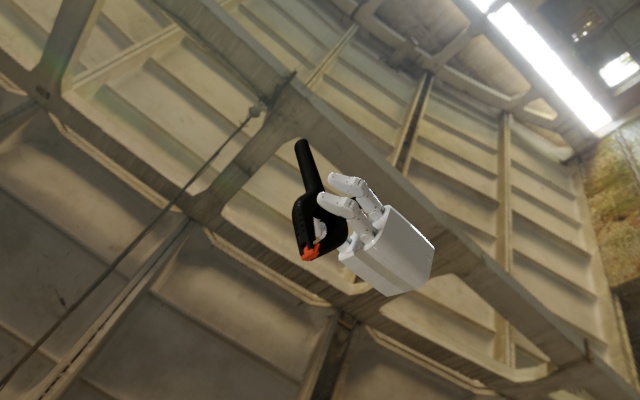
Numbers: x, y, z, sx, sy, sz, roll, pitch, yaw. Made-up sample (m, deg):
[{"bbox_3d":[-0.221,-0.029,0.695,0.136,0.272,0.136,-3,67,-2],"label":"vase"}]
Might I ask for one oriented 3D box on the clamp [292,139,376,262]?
[{"bbox_3d":[0.000,0.003,0.719,0.036,0.164,0.209,-42,13,39],"label":"clamp"}]
